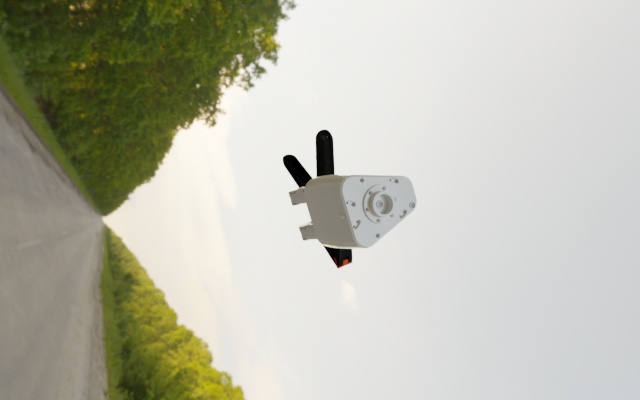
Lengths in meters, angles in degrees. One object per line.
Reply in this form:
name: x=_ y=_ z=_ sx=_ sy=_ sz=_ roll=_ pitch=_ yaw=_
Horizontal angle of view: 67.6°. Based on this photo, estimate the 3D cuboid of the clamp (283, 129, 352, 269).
clamp: x=0.001 y=0.003 z=0.753 sx=0.036 sy=0.210 sz=0.164 roll=-19 pitch=6 yaw=-24
